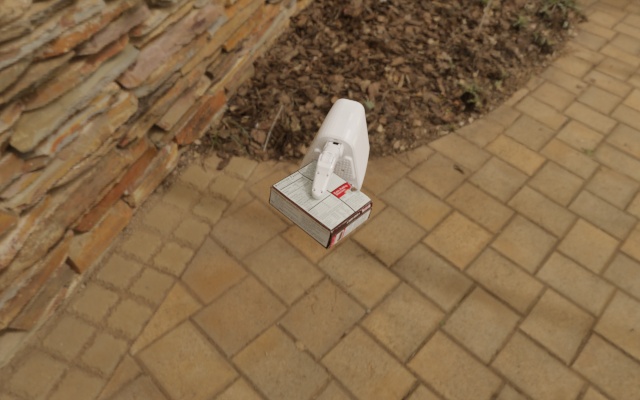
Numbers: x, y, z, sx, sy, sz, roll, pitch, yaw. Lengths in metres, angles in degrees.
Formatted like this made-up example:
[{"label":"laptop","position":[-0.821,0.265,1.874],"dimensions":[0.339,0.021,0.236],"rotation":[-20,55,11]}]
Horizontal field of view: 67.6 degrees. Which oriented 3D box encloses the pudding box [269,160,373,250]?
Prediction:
[{"label":"pudding box","position":[0.000,0.002,0.645],"dimensions":[0.113,0.039,0.090],"rotation":[36,50,25]}]
